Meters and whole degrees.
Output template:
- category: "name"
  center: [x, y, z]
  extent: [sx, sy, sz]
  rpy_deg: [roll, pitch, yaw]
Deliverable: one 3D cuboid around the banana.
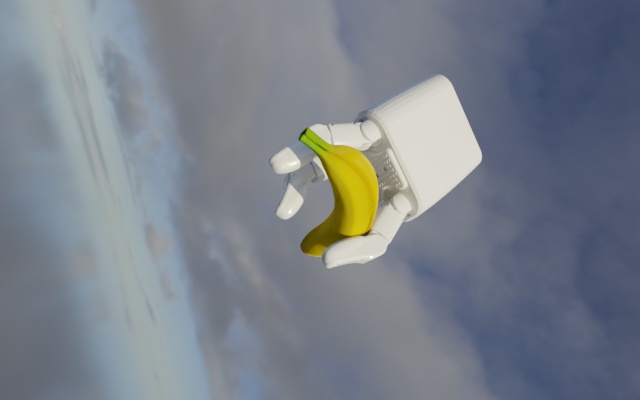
- category: "banana"
  center: [0.016, 0.008, 0.436]
  extent: [0.069, 0.037, 0.198]
  rpy_deg: [28, -31, 15]
